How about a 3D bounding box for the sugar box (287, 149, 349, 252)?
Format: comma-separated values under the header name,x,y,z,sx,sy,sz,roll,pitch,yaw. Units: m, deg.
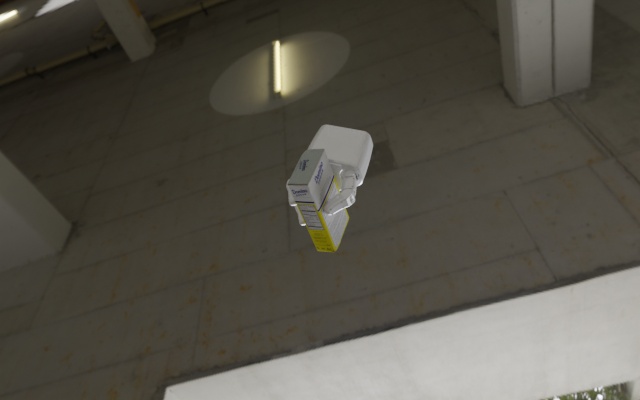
name,x,y,z,sx,sy,sz,roll,pitch,yaw
sugar box,0.000,0.003,0.859,0.048,0.176,0.093,0,45,26
